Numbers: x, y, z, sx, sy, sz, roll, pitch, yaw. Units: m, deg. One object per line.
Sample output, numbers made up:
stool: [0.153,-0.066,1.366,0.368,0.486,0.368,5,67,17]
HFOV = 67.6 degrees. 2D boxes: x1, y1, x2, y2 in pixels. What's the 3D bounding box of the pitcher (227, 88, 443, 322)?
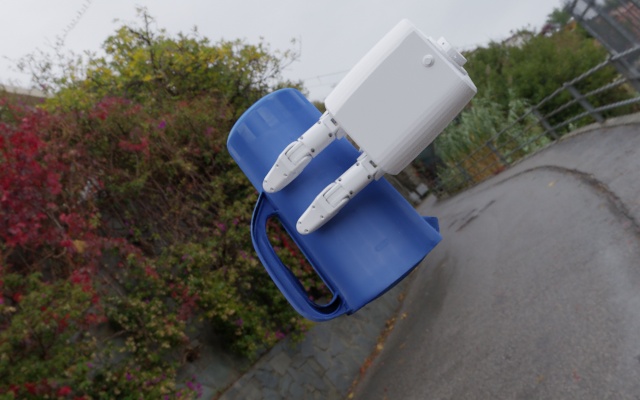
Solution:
pitcher: [0.000,0.002,0.528,0.145,0.243,0.149,-45,-10,26]
